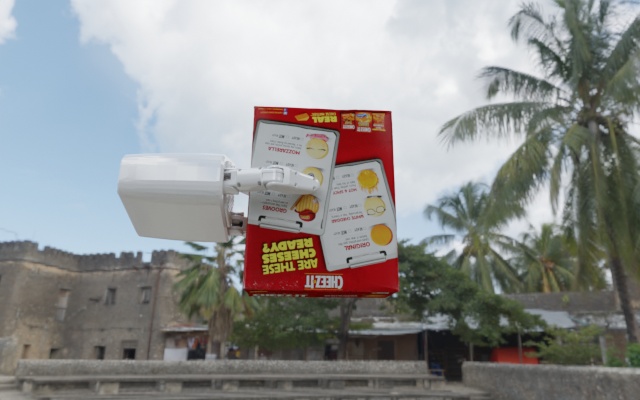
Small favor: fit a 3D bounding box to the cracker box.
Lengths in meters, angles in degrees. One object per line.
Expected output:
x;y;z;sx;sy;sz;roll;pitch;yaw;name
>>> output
0.000;0.002;0.550;0.164;0.213;0.072;1;-18;-3;cracker box
